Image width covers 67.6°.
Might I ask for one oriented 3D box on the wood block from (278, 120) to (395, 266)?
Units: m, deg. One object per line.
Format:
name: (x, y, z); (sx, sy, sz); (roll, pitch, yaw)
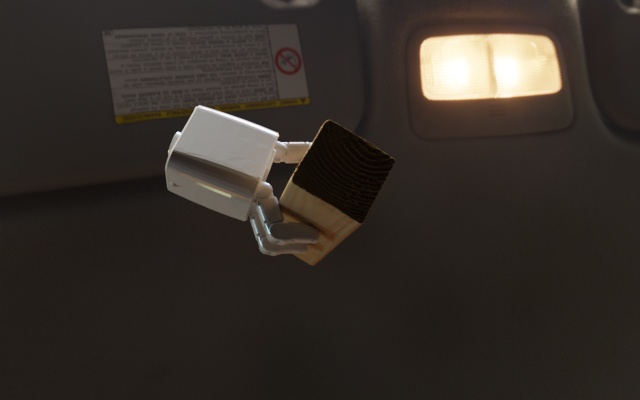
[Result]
wood block: (0.000, 0.002, 0.594); (0.090, 0.090, 0.206); (31, -24, -3)
